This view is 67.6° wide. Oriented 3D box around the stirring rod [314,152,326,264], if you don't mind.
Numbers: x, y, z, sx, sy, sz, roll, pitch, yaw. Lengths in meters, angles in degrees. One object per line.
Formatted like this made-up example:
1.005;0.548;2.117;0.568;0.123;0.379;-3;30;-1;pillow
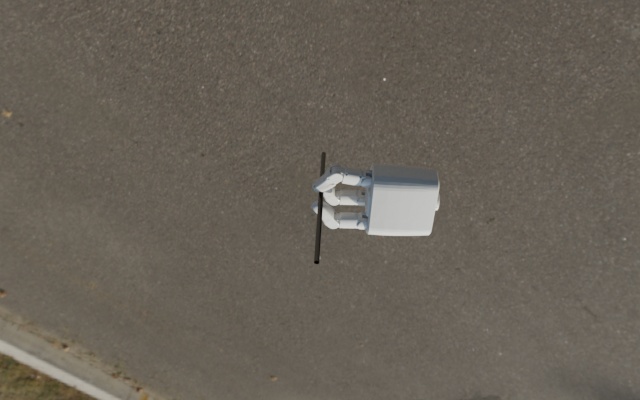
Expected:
0.000;0.002;0.762;0.011;0.239;0.011;2;-45;2;stirring rod
